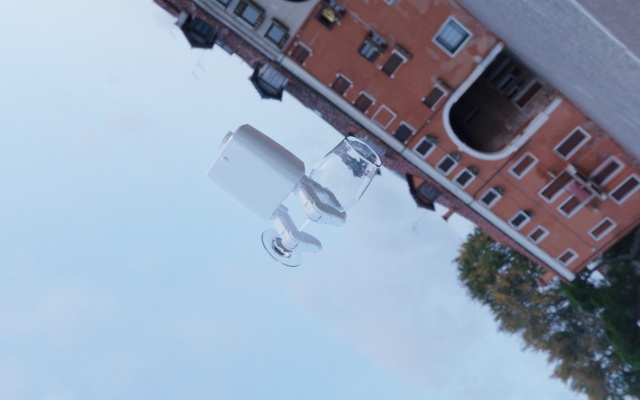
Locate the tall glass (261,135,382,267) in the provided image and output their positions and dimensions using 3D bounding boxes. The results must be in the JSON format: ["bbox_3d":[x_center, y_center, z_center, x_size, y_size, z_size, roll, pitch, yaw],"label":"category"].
[{"bbox_3d":[0.000,0.003,0.680,0.201,0.079,0.079,-49,-25,24],"label":"tall glass"}]
